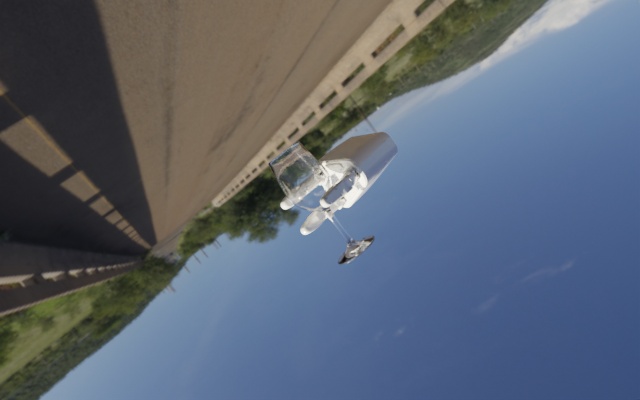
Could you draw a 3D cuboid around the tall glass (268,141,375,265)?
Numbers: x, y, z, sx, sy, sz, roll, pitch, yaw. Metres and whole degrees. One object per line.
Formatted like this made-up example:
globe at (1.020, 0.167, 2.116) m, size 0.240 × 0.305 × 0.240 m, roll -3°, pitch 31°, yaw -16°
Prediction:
tall glass at (0.000, 0.003, 0.772) m, size 0.079 × 0.201 × 0.079 m, roll -36°, pitch 7°, yaw 5°
